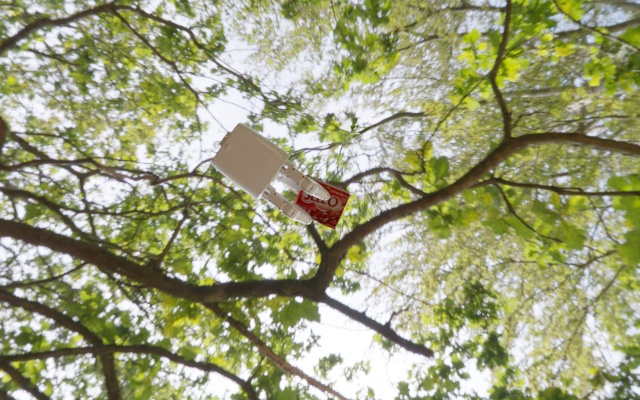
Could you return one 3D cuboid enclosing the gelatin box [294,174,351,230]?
[{"bbox_3d":[0.000,0.003,0.878,0.089,0.073,0.030,22,11,-8],"label":"gelatin box"}]
